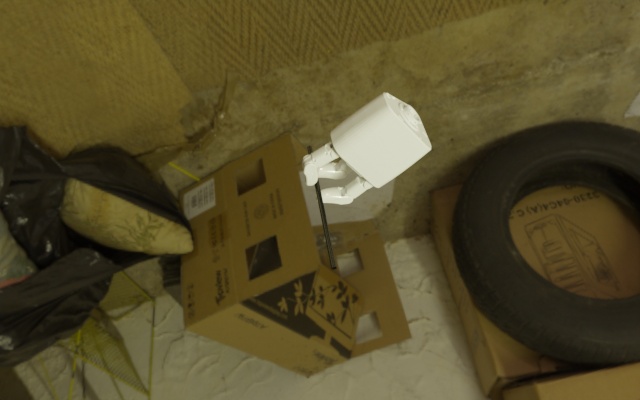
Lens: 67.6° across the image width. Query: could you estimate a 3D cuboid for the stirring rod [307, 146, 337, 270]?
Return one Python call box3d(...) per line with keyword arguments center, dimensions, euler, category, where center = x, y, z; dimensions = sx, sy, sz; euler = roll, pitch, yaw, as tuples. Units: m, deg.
box3d(center=(0.000, 0.002, 0.756), dimensions=(0.011, 0.239, 0.011), euler=(-7, -37, -6), category="stirring rod")
